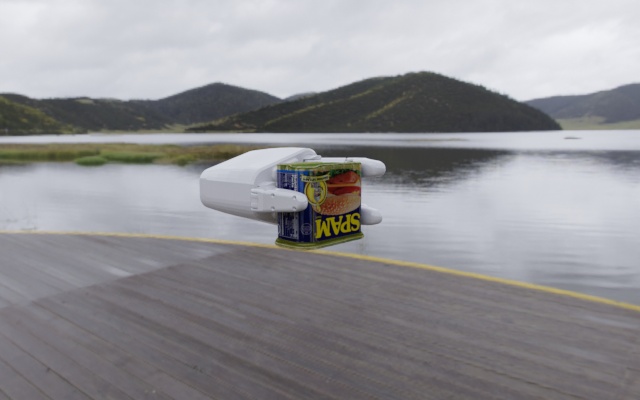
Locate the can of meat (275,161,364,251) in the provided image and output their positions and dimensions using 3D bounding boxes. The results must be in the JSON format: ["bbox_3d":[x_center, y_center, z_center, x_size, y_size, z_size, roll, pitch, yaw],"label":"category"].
[{"bbox_3d":[0.000,0.001,0.508,0.057,0.084,0.102,7,10,44],"label":"can of meat"}]
